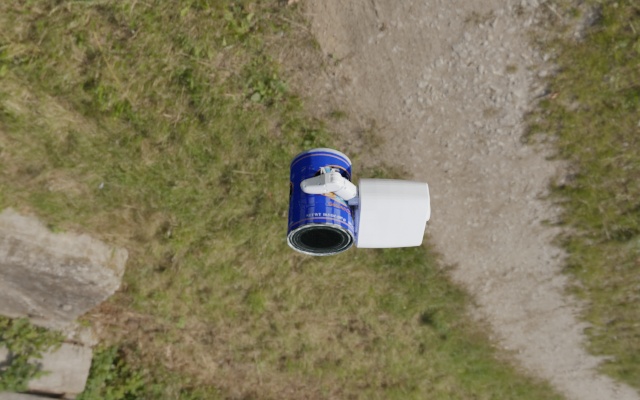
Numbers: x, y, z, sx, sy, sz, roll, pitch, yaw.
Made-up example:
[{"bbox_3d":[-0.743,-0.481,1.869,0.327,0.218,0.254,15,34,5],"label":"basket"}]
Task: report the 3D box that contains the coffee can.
[{"bbox_3d":[0.000,0.002,0.758,0.103,0.140,0.103,0,-32,0],"label":"coffee can"}]
